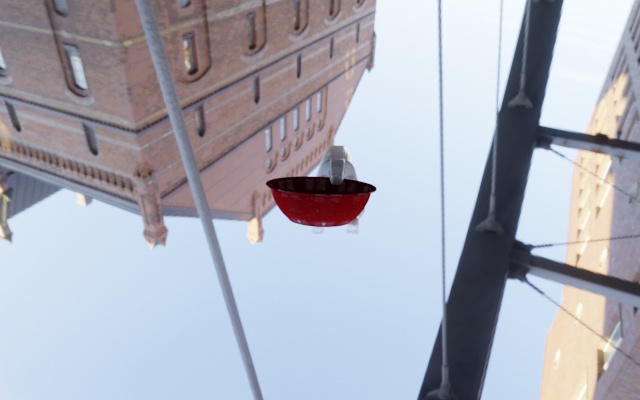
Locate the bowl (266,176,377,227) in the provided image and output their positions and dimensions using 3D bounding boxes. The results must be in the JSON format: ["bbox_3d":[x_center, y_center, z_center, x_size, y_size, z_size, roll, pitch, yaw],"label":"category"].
[{"bbox_3d":[0.000,0.003,0.699,0.162,0.055,0.162,3,10,0],"label":"bowl"}]
